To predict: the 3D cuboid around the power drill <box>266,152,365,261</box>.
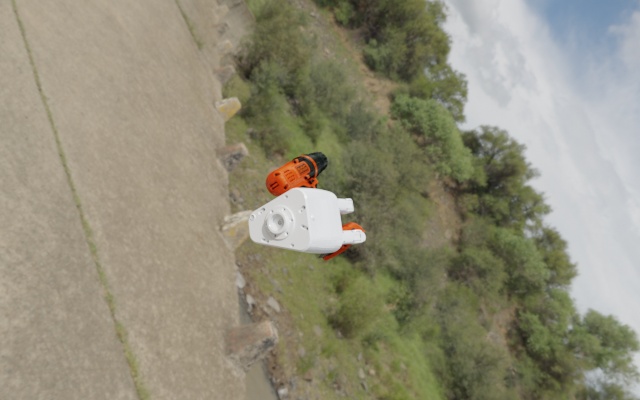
[{"bbox_3d":[0.000,0.003,0.874,0.057,0.187,0.184,-36,-1,35],"label":"power drill"}]
